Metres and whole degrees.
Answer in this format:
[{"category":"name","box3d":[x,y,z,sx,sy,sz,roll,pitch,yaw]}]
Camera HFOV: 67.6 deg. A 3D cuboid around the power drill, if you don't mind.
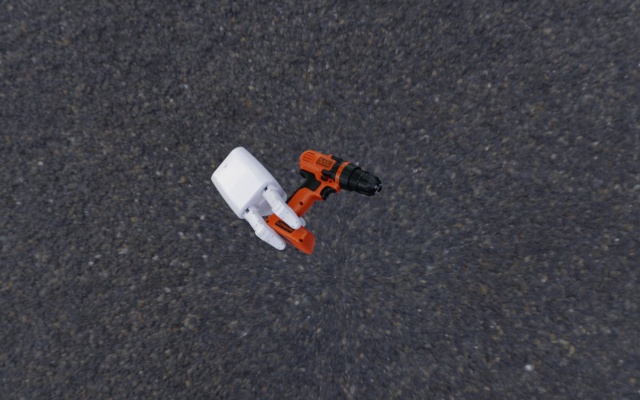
[{"category":"power drill","box3d":[0.000,0.003,0.886,0.184,0.187,0.057,24,-19,36]}]
